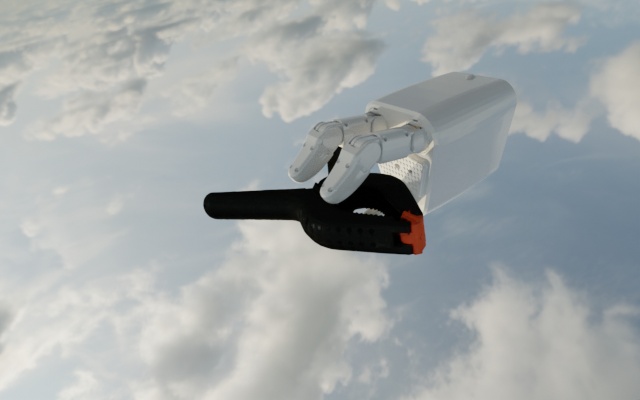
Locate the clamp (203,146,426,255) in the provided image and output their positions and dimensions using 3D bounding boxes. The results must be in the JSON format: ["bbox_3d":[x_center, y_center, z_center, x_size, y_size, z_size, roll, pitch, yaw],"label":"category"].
[{"bbox_3d":[0.001,0.002,0.416,0.164,0.036,0.210,-26,31,-22],"label":"clamp"}]
